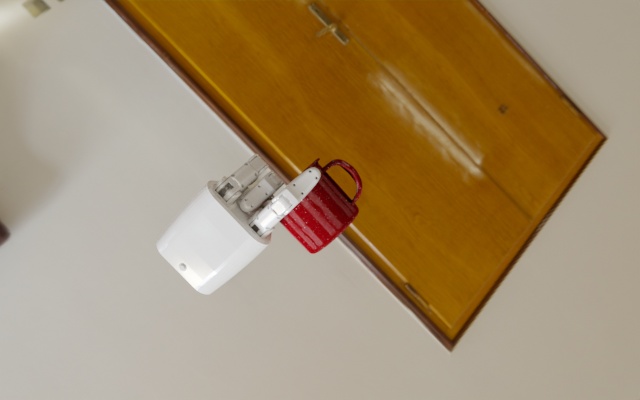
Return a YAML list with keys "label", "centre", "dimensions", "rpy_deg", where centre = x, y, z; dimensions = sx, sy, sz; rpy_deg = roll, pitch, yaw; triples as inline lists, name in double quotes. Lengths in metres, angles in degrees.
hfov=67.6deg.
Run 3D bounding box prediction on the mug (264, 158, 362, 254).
- label: "mug"
  centre: [0.001, 0.001, 0.571]
  dimensions: [0.117, 0.081, 0.093]
  rpy_deg: [-42, 3, 18]
